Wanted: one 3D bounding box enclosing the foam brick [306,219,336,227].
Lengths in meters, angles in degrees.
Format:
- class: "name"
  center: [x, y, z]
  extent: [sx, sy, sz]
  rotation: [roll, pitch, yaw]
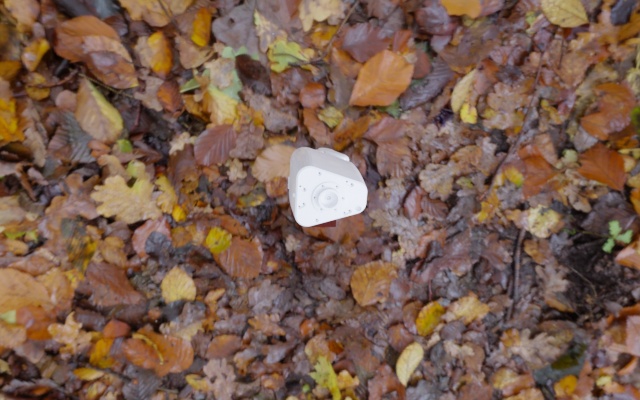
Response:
- class: "foam brick"
  center: [0.000, 0.003, 0.824]
  extent: [0.053, 0.078, 0.051]
  rotation: [0, 19, -7]
